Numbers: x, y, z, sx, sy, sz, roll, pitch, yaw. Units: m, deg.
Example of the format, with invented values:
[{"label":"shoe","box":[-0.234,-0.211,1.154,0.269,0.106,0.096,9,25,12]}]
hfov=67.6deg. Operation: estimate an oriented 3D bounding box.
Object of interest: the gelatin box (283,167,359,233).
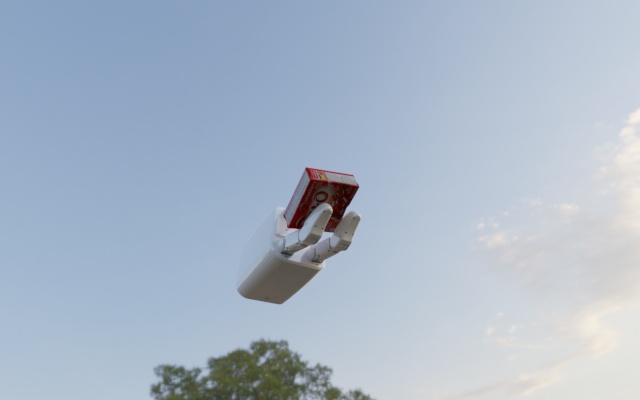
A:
[{"label":"gelatin box","box":[0.000,0.002,0.641,0.073,0.089,0.030,8,37,-27]}]
